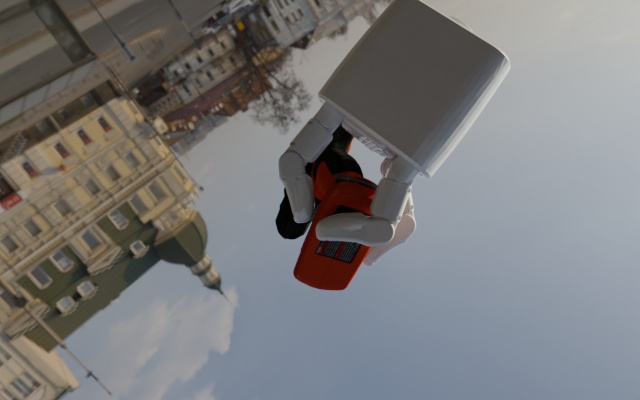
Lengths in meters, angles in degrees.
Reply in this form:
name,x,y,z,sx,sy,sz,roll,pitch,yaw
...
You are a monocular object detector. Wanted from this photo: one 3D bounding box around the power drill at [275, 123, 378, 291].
name,x,y,z,sx,sy,sz,roll,pitch,yaw
power drill,0.000,0.002,0.480,0.057,0.184,0.187,15,27,-17
